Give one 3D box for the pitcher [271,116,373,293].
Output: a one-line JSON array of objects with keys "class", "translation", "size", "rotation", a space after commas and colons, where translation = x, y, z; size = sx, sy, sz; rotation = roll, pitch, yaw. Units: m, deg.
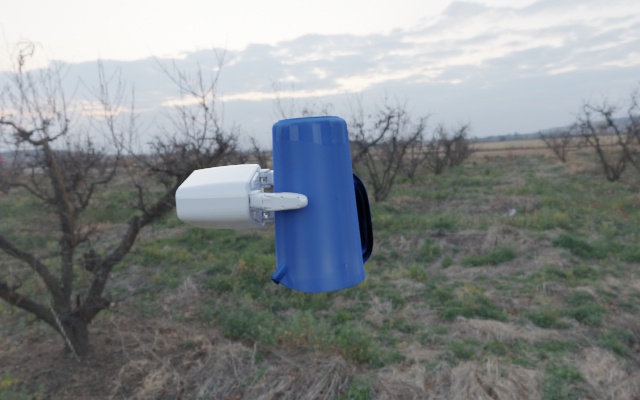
[{"class": "pitcher", "translation": [0.000, 0.002, 0.703], "size": [0.145, 0.243, 0.149], "rotation": [-3, 6, 8]}]
